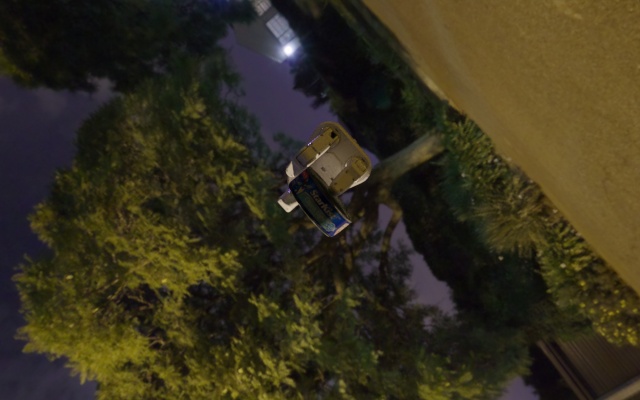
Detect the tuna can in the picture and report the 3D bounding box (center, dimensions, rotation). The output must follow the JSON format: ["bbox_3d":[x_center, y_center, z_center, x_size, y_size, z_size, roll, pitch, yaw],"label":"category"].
[{"bbox_3d":[0.000,0.002,0.577,0.034,0.086,0.086,-39,-6,7],"label":"tuna can"}]
